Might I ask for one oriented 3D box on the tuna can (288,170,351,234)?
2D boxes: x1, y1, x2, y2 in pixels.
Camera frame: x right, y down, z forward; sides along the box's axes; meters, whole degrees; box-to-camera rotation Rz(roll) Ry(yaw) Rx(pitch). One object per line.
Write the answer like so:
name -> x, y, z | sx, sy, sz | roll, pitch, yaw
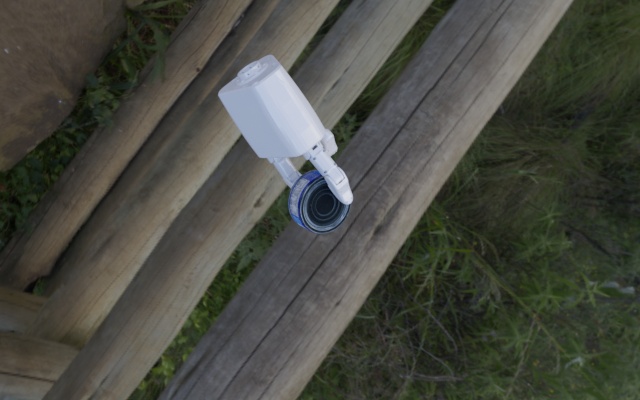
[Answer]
tuna can -> 0.000, 0.002, 0.663 | 0.086, 0.086, 0.033 | 0, 15, -32
